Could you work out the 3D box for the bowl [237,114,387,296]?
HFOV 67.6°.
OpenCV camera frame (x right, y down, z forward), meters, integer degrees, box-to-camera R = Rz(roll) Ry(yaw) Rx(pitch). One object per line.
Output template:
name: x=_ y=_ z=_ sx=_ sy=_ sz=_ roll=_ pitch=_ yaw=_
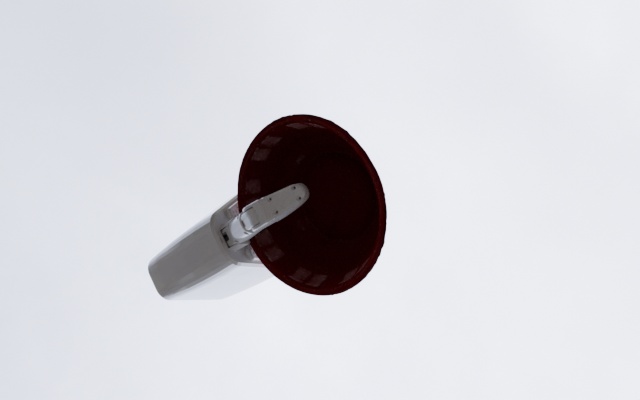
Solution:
bowl: x=0.001 y=0.001 z=0.436 sx=0.162 sy=0.162 sz=0.055 roll=0 pitch=11 yaw=36
